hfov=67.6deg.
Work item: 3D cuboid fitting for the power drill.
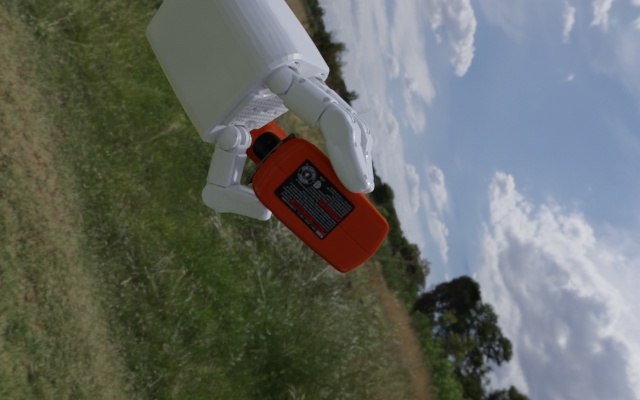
[{"bbox_3d":[0.000,0.001,0.432,0.184,0.057,0.187,42,1,-12],"label":"power drill"}]
